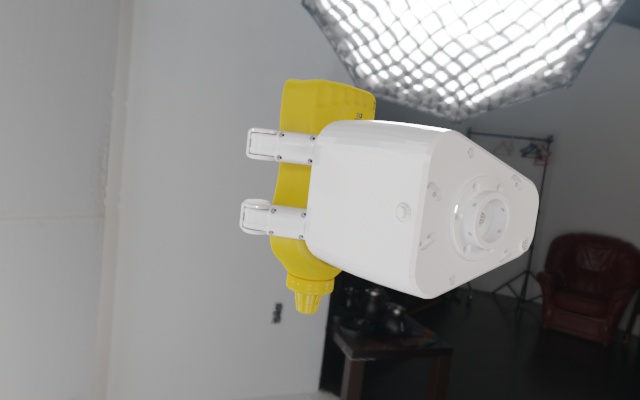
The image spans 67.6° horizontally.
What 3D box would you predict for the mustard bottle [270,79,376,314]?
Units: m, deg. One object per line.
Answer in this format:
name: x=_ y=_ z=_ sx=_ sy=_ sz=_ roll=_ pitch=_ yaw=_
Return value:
mustard bottle: x=0.000 y=0.001 z=0.402 sx=0.058 sy=0.191 sz=0.096 roll=11 pitch=7 yaw=32
